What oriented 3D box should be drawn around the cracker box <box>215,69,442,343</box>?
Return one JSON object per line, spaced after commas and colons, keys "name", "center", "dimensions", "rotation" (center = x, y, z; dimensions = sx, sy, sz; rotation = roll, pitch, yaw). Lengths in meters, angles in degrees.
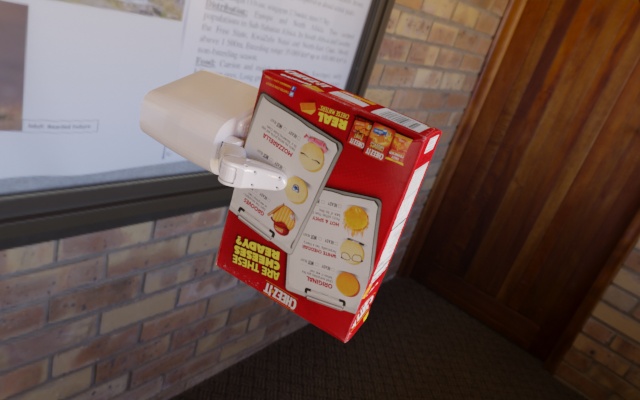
{"name": "cracker box", "center": [0.000, 0.001, 0.465], "dimensions": [0.164, 0.214, 0.072], "rotation": [27, 25, 20]}
